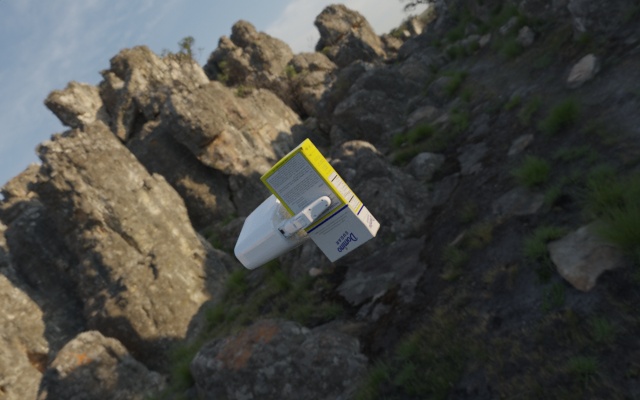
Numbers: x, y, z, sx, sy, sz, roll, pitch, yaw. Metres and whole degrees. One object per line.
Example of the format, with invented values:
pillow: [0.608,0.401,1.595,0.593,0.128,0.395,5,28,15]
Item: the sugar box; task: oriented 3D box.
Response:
sugar box: [0.000,0.002,0.738,0.093,0.176,0.048,-35,11,31]
